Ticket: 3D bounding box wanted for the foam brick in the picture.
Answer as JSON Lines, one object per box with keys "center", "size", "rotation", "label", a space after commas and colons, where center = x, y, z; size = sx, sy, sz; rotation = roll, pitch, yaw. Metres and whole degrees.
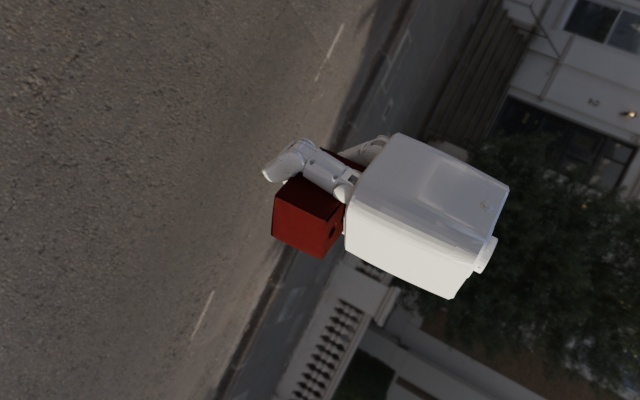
{"center": [0.000, 0.002, 0.415], "size": [0.051, 0.053, 0.078], "rotation": [27, 50, 15], "label": "foam brick"}
